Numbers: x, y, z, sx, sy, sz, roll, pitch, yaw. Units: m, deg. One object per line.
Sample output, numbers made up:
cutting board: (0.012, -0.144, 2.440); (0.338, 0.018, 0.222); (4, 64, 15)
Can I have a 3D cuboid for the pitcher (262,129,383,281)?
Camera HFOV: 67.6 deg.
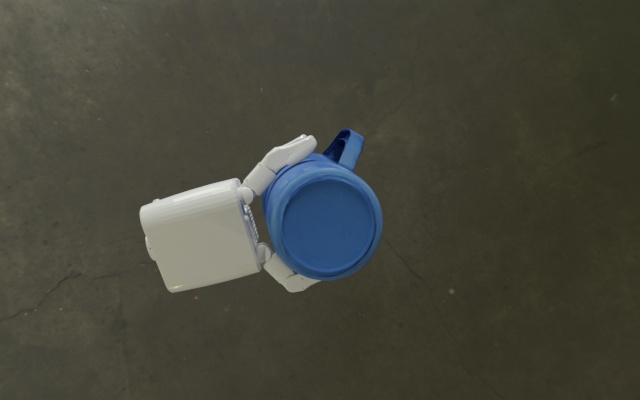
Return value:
pitcher: (0.000, 0.002, 0.555); (0.145, 0.149, 0.243); (-16, 7, -4)
